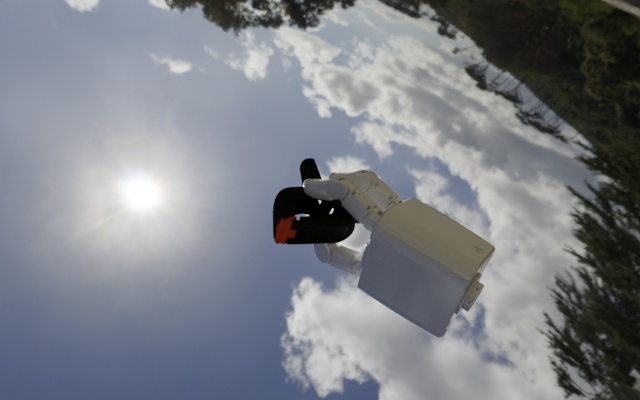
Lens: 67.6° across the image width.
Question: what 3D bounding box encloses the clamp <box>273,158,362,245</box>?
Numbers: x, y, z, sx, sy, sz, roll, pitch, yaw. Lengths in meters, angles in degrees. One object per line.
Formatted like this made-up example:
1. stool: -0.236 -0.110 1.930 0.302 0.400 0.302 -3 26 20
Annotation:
1. clamp: 0.000 0.003 0.563 0.164 0.036 0.210 30 25 24
